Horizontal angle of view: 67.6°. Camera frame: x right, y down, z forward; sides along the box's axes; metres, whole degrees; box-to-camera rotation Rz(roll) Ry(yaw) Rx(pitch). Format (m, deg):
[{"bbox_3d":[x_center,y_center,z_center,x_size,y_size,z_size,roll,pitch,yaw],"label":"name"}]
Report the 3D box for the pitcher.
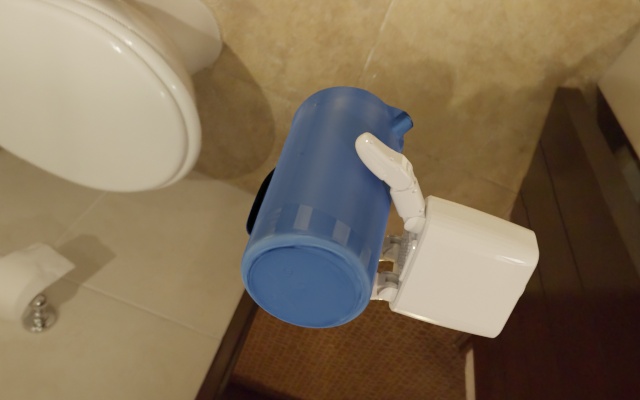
[{"bbox_3d":[0.000,0.002,0.472,0.145,0.149,0.242,18,39,0],"label":"pitcher"}]
